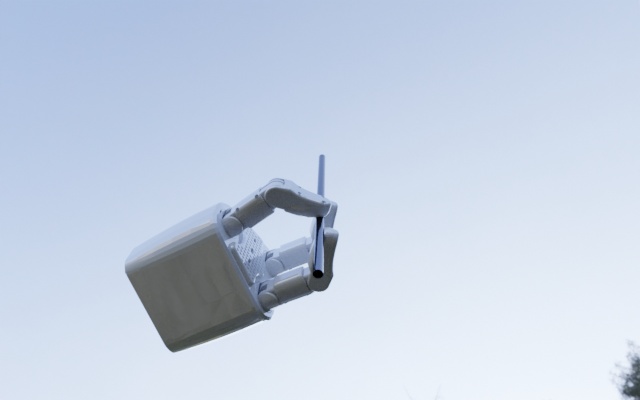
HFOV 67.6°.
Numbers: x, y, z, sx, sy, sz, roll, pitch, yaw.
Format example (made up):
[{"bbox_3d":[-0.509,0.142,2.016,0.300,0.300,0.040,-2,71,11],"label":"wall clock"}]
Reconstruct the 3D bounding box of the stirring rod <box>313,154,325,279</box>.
[{"bbox_3d":[0.000,0.002,0.460,0.011,0.011,0.239,0,26,1],"label":"stirring rod"}]
